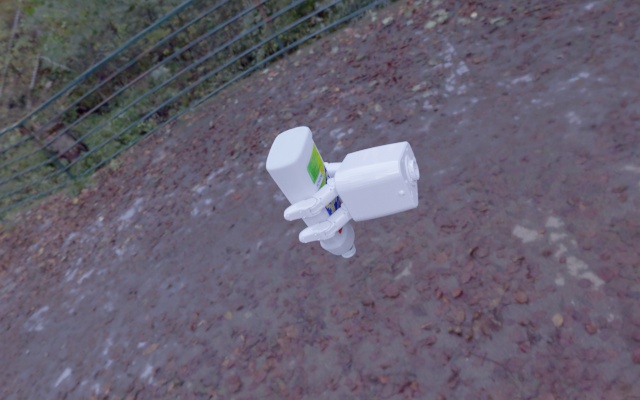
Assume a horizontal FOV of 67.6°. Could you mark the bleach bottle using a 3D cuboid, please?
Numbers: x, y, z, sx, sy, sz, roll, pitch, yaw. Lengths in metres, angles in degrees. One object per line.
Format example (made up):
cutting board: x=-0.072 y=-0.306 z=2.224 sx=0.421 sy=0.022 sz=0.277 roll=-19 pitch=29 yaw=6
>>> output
bleach bottle: x=0.000 y=0.003 z=0.816 sx=0.068 sy=0.102 sz=0.251 roll=-12 pitch=-50 yaw=25
